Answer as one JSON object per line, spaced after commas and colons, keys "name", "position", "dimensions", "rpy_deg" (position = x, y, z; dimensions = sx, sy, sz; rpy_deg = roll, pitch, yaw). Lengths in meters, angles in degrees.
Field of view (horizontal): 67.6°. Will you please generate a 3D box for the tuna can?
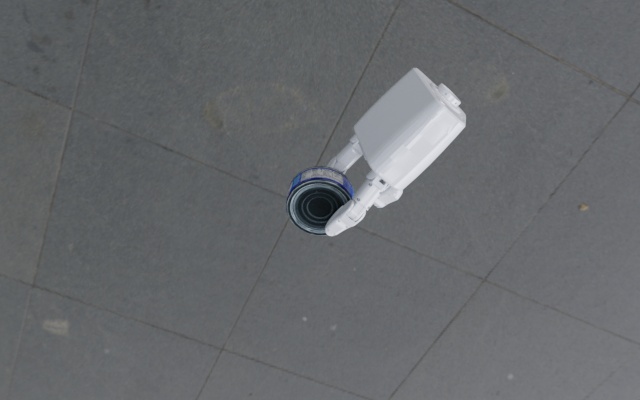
{"name": "tuna can", "position": [0.000, 0.002, 0.600], "dimensions": [0.086, 0.086, 0.033], "rpy_deg": [0, 33, 4]}
